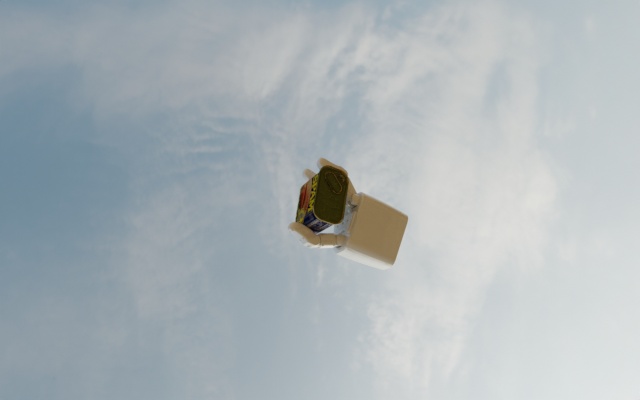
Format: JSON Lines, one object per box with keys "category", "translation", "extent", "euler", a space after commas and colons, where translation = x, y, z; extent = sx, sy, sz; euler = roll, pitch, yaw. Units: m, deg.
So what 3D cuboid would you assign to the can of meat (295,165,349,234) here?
{"category": "can of meat", "translation": [0.000, 0.003, 0.826], "extent": [0.057, 0.102, 0.084], "euler": [19, -26, -21]}
